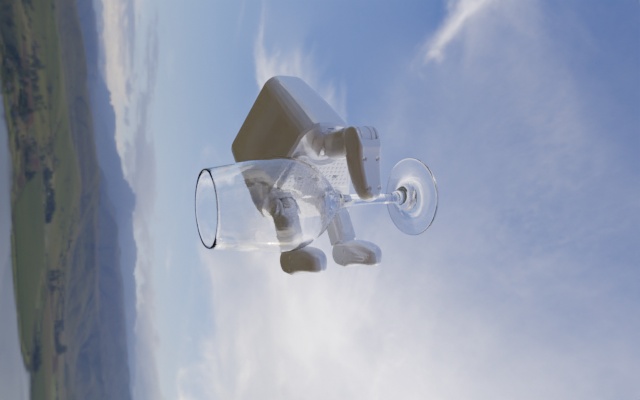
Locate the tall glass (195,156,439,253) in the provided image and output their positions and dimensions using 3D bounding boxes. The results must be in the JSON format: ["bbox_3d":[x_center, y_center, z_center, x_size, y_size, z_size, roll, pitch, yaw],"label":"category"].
[{"bbox_3d":[0.001,0.001,0.408,0.201,0.079,0.079,-3,2,-30],"label":"tall glass"}]
